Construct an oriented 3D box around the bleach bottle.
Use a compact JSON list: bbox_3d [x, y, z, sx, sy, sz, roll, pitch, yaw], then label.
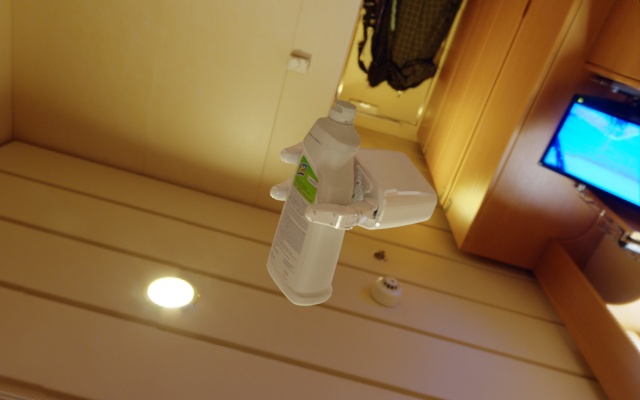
[{"bbox_3d":[0.000,0.002,0.596,0.068,0.251,0.102,-3,32,-36],"label":"bleach bottle"}]
